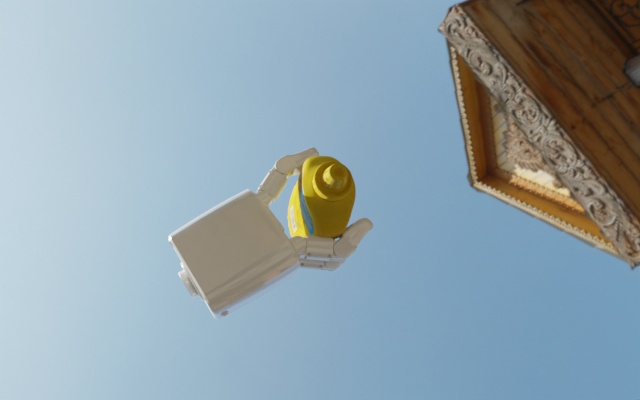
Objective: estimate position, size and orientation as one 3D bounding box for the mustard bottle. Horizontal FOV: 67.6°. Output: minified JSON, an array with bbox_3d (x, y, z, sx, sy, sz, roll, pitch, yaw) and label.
[{"bbox_3d":[0.000,0.002,0.558,0.058,0.096,0.192,-5,-17,-12],"label":"mustard bottle"}]
